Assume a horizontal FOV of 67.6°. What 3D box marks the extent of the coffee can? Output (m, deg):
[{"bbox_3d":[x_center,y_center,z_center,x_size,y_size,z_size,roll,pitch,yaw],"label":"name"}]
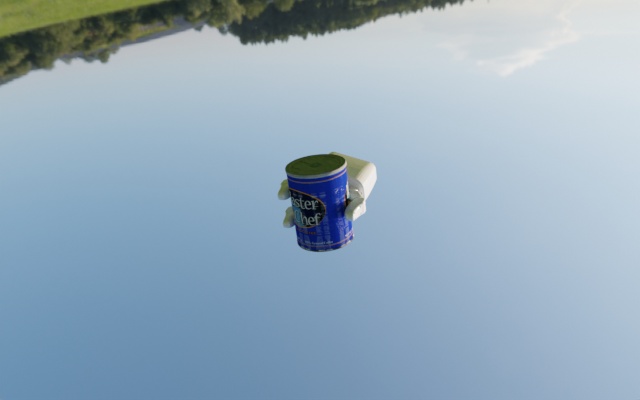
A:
[{"bbox_3d":[0.000,0.003,0.819,0.103,0.140,0.102,-6,23,3],"label":"coffee can"}]
